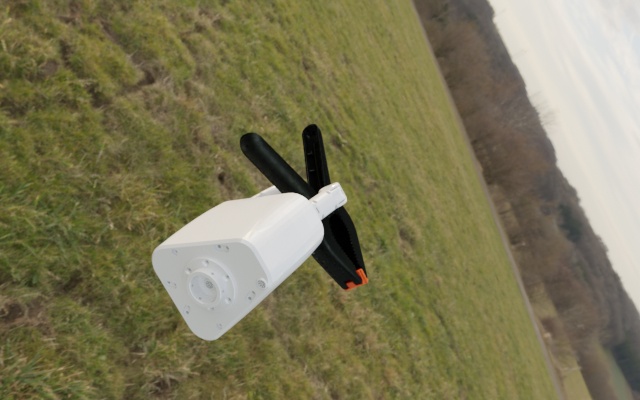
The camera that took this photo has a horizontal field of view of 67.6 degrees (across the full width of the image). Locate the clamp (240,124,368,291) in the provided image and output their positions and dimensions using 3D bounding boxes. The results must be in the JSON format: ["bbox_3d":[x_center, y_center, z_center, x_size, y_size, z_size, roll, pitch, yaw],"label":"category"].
[{"bbox_3d":[0.001,0.002,0.557,0.036,0.210,0.164,-26,7,28],"label":"clamp"}]
